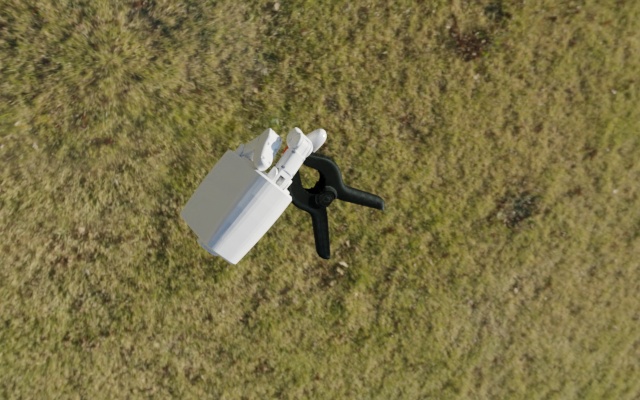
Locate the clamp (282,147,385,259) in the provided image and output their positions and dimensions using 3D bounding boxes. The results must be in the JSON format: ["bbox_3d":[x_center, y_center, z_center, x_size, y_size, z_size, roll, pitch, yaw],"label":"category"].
[{"bbox_3d":[0.000,0.002,0.647,0.171,0.120,0.039,40,-4,-28],"label":"clamp"}]
